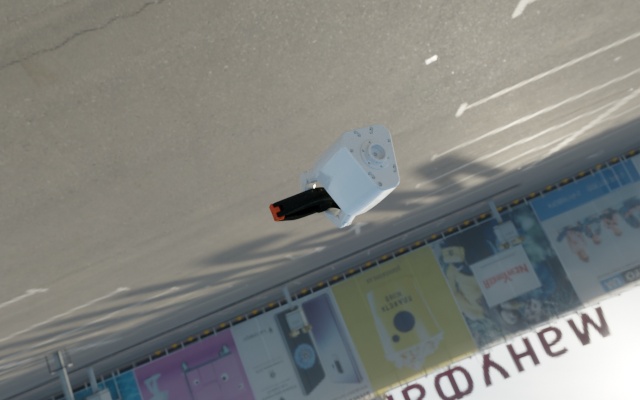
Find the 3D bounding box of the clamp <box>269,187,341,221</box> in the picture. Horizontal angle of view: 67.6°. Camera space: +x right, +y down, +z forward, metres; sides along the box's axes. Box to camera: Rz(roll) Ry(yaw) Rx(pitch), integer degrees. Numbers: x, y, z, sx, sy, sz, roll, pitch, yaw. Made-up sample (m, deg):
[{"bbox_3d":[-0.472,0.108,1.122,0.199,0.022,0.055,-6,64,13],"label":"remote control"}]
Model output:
[{"bbox_3d":[0.000,0.004,0.855,0.210,0.036,0.165,-17,-15,-29],"label":"clamp"}]
